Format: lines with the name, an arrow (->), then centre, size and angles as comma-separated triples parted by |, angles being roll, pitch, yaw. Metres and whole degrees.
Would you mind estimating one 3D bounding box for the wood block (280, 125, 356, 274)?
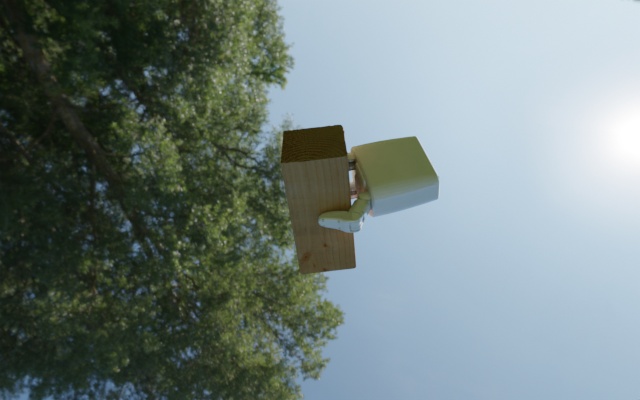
wood block -> 0.001, 0.003, 0.716 | 0.090, 0.206, 0.090 | -6, 36, 2
